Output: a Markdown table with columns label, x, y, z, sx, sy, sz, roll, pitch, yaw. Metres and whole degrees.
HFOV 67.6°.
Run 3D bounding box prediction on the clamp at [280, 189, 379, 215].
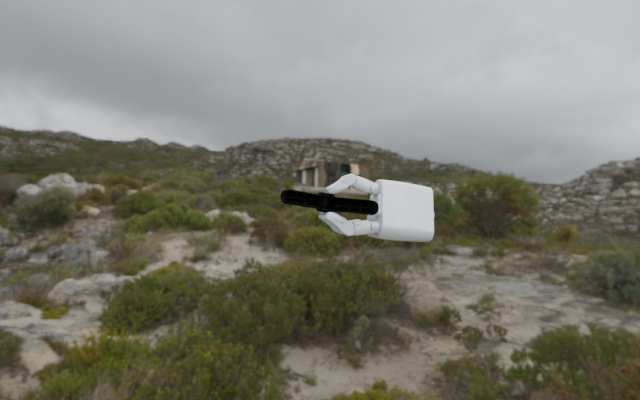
| label | x | y | z | sx | sy | sz | roll | pitch | yaw |
| --- | --- | --- | --- | --- | --- | --- | --- | --- | --- |
| clamp | 0.000 | 0.002 | 0.878 | 0.164 | 0.036 | 0.210 | 9 | -2 | -11 |
